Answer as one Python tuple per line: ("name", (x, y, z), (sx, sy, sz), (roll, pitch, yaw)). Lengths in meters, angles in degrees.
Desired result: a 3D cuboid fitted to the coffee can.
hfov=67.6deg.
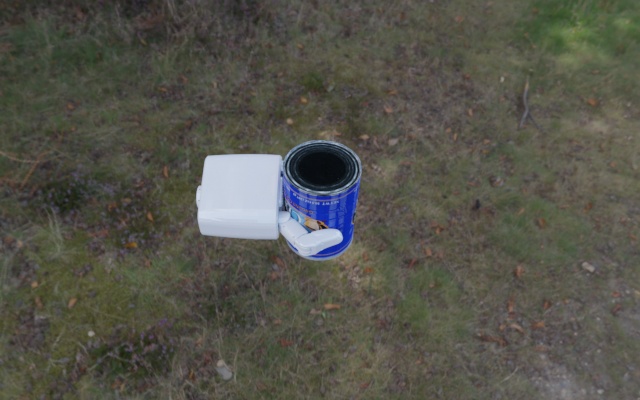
("coffee can", (0.000, 0.002, 0.665), (0.103, 0.102, 0.140), (0, -42, -3))
